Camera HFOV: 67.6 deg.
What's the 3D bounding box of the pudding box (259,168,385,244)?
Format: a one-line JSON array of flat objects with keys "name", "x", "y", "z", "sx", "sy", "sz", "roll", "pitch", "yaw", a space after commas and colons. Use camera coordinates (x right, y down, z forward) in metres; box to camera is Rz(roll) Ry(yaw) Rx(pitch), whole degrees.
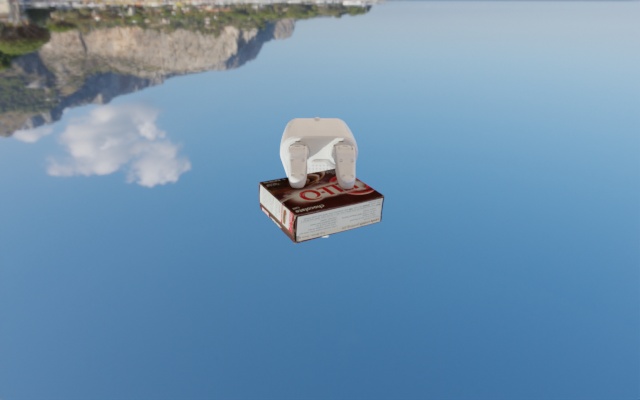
[{"name": "pudding box", "x": 0.000, "y": 0.002, "z": 0.532, "sx": 0.113, "sy": 0.039, "sz": 0.090, "roll": -14, "pitch": 30, "yaw": -27}]
